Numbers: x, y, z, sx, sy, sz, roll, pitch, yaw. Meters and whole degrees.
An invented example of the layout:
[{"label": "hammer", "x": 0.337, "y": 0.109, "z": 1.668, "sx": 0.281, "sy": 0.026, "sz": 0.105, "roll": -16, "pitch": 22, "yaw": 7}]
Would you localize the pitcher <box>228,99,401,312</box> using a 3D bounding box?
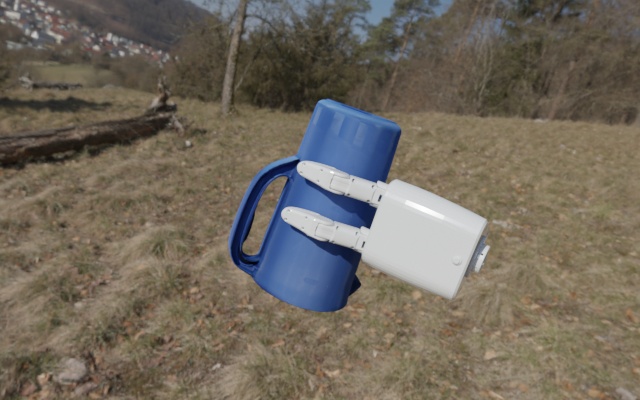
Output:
[{"label": "pitcher", "x": 0.000, "y": 0.002, "z": 0.592, "sx": 0.145, "sy": 0.243, "sz": 0.149, "roll": 25, "pitch": 13, "yaw": 24}]
